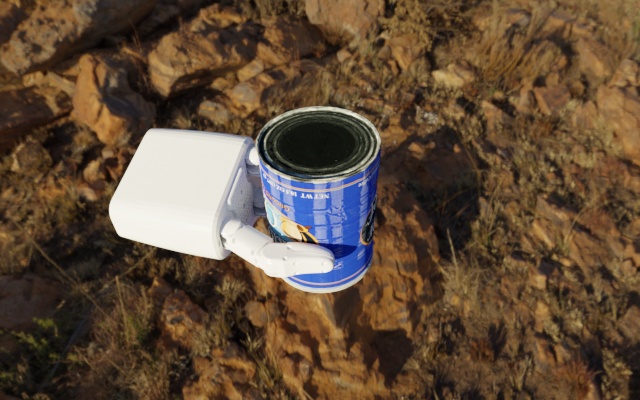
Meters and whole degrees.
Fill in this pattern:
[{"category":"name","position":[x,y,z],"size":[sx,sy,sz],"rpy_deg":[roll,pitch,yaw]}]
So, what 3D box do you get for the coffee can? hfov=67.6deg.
[{"category":"coffee can","position":[0.000,0.002,0.436],"size":[0.103,0.140,0.102],"rpy_deg":[-1,43,1]}]
